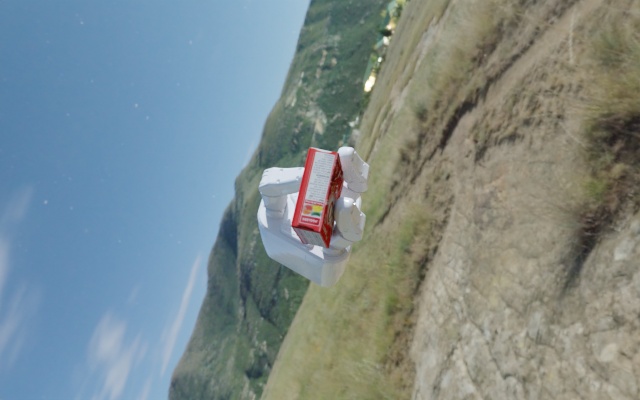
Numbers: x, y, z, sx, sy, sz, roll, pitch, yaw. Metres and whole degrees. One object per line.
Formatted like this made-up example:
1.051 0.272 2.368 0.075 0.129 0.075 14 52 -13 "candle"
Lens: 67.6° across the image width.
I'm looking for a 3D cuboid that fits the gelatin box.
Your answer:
0.000 0.001 0.446 0.030 0.073 0.089 11 -14 9 "gelatin box"
